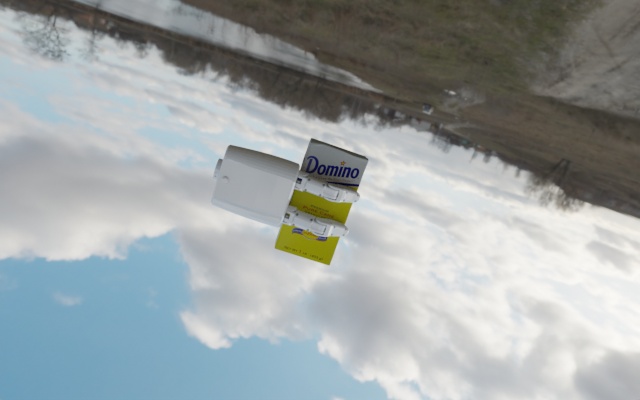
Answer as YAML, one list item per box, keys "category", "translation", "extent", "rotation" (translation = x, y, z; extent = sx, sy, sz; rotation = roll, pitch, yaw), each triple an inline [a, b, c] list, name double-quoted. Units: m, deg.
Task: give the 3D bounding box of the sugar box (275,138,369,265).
- category: "sugar box"
  translation: [0.000, 0.003, 0.733]
  extent: [0.093, 0.176, 0.048]
  rotation: [17, 13, -7]
